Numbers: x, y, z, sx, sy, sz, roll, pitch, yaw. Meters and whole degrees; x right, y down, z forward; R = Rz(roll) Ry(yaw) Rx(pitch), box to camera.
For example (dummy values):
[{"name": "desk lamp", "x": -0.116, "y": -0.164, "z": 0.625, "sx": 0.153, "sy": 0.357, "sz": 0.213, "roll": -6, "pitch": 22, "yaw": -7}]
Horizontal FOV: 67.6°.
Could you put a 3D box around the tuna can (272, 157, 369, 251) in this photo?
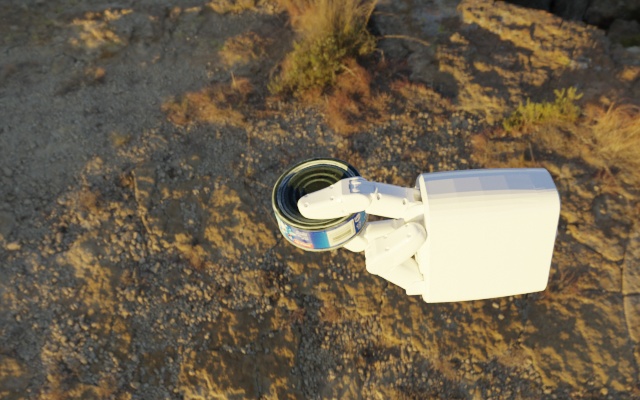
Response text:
[{"name": "tuna can", "x": 0.000, "y": 0.001, "z": 0.432, "sx": 0.086, "sy": 0.086, "sz": 0.034, "roll": 0, "pitch": -39, "yaw": 11}]
